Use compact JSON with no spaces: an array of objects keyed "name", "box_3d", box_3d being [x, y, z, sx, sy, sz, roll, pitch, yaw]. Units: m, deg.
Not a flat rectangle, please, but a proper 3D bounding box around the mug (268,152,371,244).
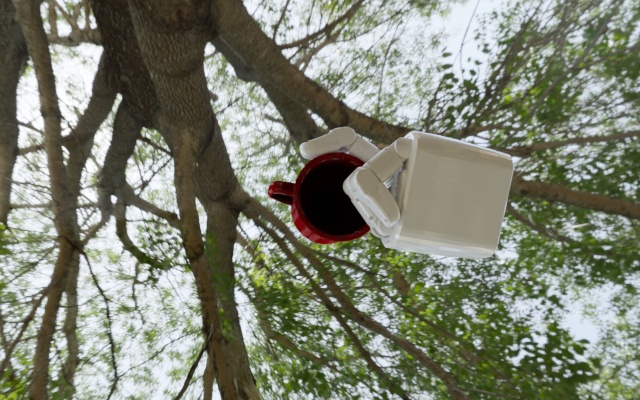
[{"name":"mug","box_3d":[-0.001,0.002,0.519,0.117,0.093,0.081,10,-13,-8]}]
